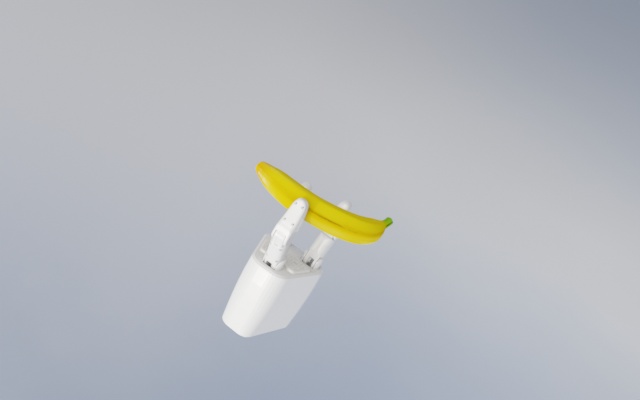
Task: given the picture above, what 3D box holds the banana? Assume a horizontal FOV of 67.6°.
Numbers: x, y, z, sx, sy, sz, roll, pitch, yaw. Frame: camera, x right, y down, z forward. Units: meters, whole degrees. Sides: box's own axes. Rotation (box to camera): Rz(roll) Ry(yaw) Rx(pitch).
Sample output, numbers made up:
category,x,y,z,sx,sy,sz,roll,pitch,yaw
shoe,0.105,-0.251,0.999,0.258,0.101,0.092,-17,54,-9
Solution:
category,x,y,z,sx,sy,sz,roll,pitch,yaw
banana,0.003,0.011,0.607,0.198,0.037,0.069,25,22,-10
